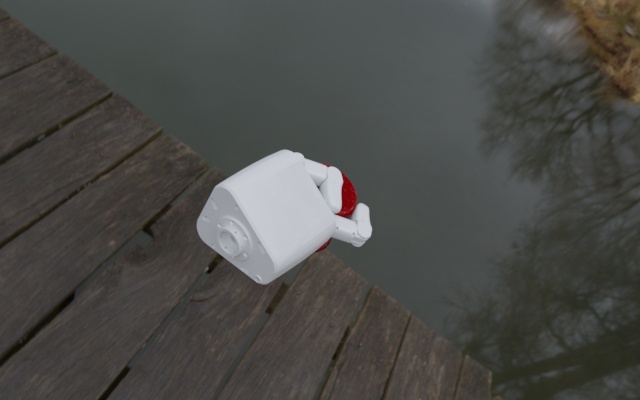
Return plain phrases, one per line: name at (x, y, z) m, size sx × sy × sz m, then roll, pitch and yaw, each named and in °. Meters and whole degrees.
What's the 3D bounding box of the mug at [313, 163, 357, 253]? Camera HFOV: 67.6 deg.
mug at (0.001, 0.001, 0.619) m, size 0.117 × 0.093 × 0.081 m, roll -36°, pitch -11°, yaw -47°
